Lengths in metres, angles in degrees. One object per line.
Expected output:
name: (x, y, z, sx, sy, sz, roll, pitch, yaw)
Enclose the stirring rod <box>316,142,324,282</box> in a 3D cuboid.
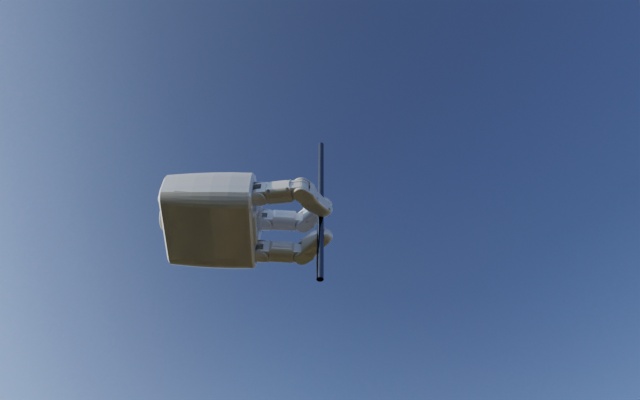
stirring rod: (0.000, 0.002, 0.593, 0.011, 0.011, 0.239, 0, 43, 0)
